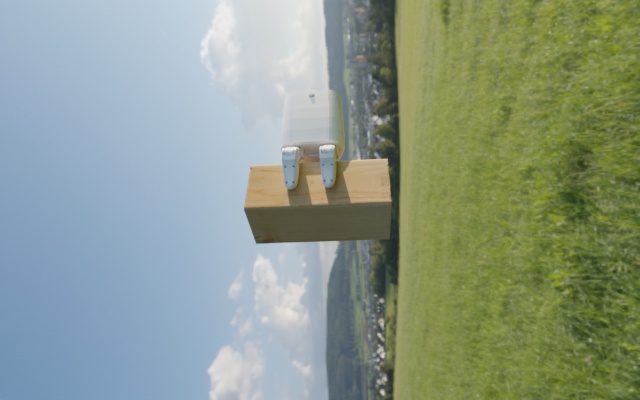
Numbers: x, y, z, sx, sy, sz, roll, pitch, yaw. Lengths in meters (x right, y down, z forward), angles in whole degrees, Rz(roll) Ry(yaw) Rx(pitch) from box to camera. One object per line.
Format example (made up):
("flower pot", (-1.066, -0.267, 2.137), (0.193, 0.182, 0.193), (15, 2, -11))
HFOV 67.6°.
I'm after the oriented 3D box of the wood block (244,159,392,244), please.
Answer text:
("wood block", (0.000, 0.002, 0.721), (0.206, 0.090, 0.091), (-2, -38, 5))
